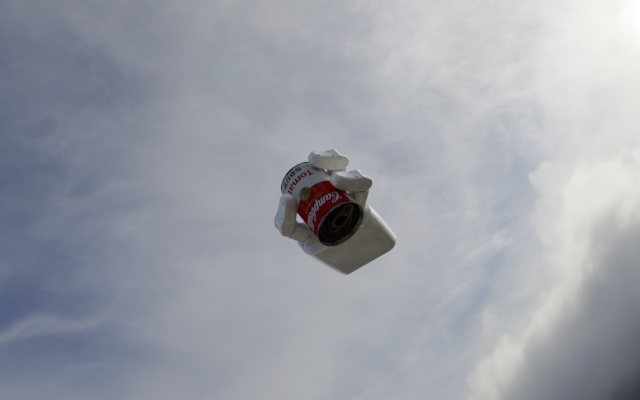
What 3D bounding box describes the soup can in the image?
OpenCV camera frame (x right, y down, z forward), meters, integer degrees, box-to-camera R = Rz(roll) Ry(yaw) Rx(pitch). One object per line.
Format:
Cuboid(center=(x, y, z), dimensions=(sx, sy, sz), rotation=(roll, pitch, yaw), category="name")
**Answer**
Cuboid(center=(0.000, 0.002, 0.624), dimensions=(0.068, 0.068, 0.102), rotation=(0, 34, -38), category="soup can")
